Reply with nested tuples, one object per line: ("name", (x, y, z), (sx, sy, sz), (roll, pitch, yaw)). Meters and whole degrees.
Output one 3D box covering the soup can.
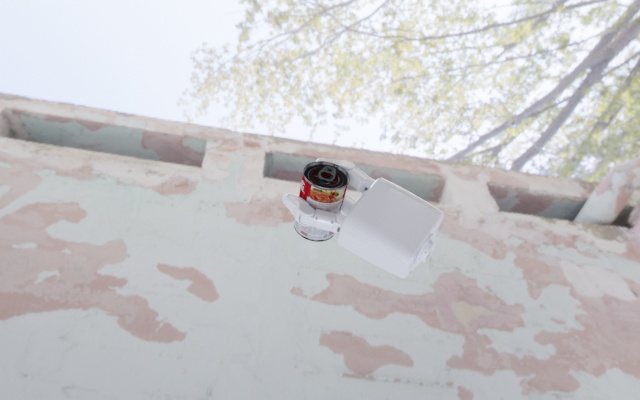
("soup can", (0.000, 0.002, 0.708), (0.068, 0.102, 0.068), (8, 37, -6))
